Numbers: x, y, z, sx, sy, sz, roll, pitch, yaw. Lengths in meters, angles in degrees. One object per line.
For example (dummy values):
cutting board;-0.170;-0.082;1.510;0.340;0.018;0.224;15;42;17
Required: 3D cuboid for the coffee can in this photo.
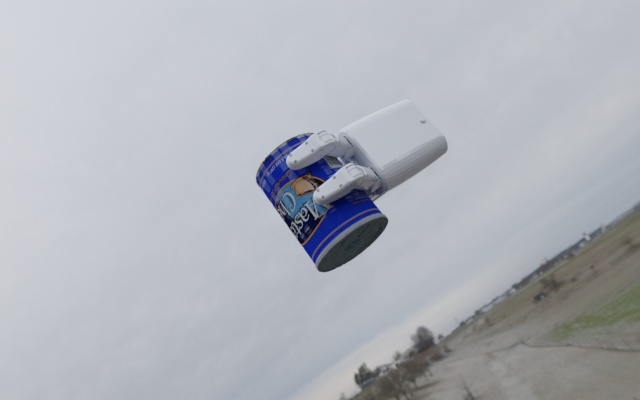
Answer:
coffee can;0.000;0.002;0.587;0.103;0.140;0.103;-32;-22;-14
